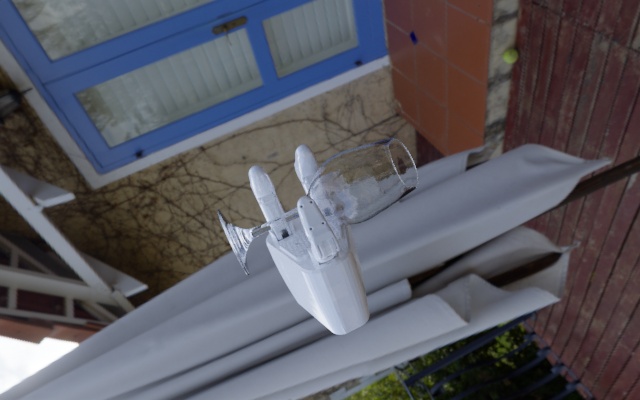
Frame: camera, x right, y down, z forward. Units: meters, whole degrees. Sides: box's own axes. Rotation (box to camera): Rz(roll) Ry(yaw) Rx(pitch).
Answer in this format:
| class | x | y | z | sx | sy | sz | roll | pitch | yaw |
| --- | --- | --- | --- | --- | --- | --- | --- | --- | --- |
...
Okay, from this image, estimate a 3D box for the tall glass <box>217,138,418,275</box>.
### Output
| class | x | y | z | sx | sy | sz | roll | pitch | yaw |
| --- | --- | --- | --- | --- | --- | --- | --- | --- | --- |
| tall glass | -0.001 | 0.002 | 0.501 | 0.201 | 0.079 | 0.079 | -25 | 4 | -8 |
